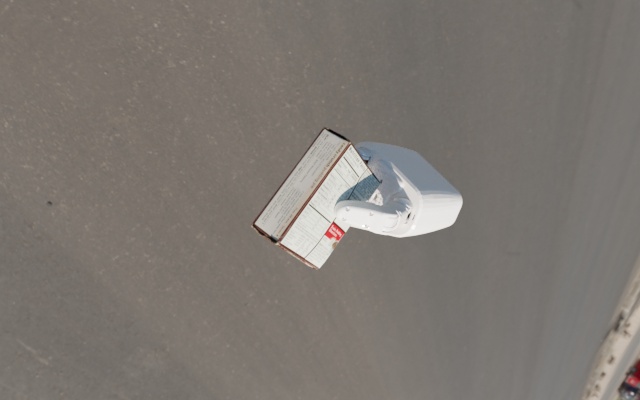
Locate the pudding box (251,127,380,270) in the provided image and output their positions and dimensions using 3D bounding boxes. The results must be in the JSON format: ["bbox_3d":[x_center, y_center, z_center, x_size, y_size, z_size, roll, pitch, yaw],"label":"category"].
[{"bbox_3d":[0.000,0.002,0.448,0.039,0.113,0.090,31,-7,33],"label":"pudding box"}]
